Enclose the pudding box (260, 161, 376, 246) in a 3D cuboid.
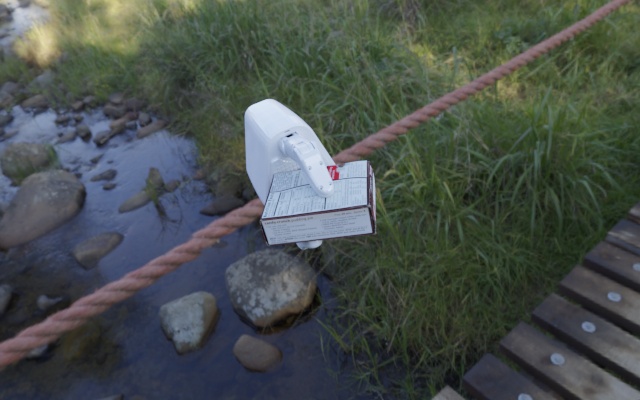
[{"bbox_3d":[0.000,0.001,0.496,0.113,0.039,0.090,-9,34,11],"label":"pudding box"}]
